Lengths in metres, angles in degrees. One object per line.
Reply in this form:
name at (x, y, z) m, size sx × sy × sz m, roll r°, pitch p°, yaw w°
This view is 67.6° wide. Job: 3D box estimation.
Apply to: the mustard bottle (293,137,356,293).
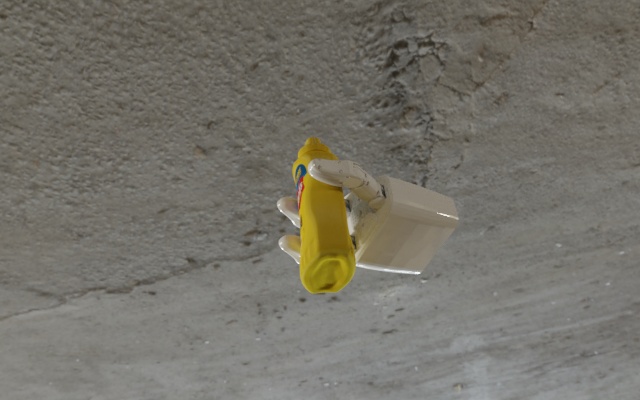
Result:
mustard bottle at (0.000, 0.002, 0.550) m, size 0.058 × 0.191 × 0.096 m, roll -2°, pitch -36°, yaw -6°
